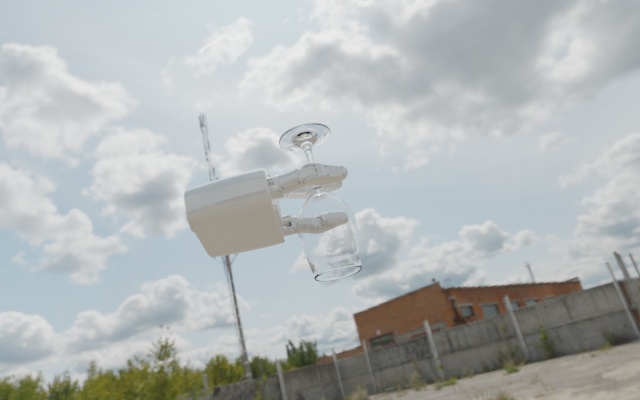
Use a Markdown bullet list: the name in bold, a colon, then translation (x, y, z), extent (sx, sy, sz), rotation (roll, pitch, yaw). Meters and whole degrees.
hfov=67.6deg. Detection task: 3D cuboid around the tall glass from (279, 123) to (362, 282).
- **tall glass**: translation (0.000, 0.001, 0.632), extent (0.079, 0.201, 0.079), rotation (-12, -21, -5)
